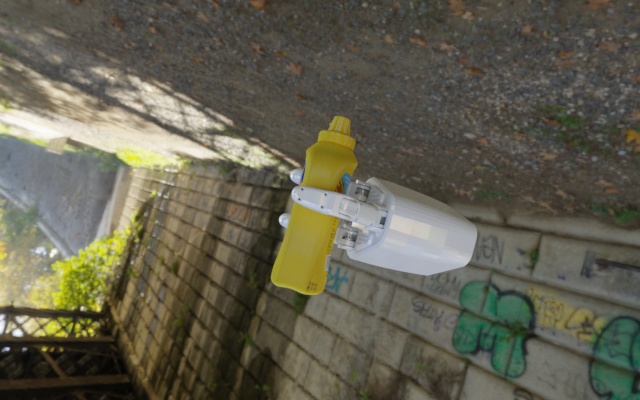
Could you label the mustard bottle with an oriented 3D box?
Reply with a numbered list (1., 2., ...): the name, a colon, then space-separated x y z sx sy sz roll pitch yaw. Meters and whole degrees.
1. mustard bottle: 0.000 0.002 0.519 0.058 0.191 0.096 15 -3 10
